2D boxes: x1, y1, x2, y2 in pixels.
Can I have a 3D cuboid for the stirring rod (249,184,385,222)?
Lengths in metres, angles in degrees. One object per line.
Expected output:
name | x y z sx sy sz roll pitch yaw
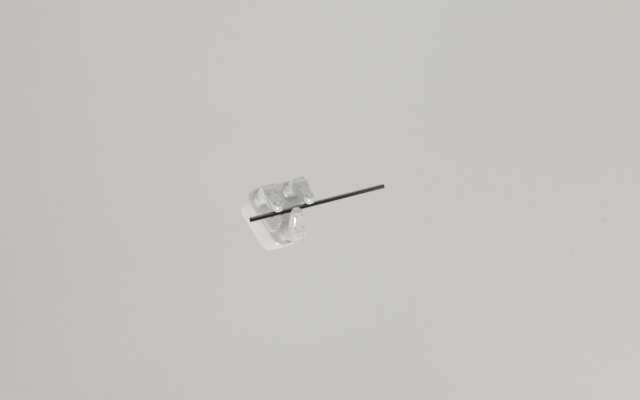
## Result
stirring rod | 0.000 0.003 0.778 0.239 0.011 0.011 -14 5 -22
